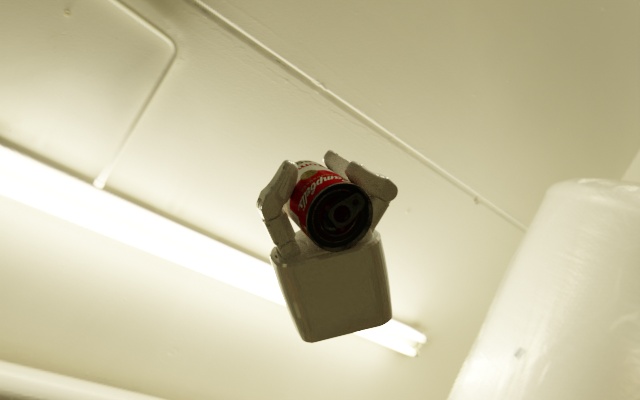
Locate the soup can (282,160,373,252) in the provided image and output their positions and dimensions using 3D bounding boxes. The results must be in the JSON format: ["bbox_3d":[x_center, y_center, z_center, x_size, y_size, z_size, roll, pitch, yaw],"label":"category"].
[{"bbox_3d":[0.000,0.001,0.484,0.068,0.068,0.102,0,17,-23],"label":"soup can"}]
